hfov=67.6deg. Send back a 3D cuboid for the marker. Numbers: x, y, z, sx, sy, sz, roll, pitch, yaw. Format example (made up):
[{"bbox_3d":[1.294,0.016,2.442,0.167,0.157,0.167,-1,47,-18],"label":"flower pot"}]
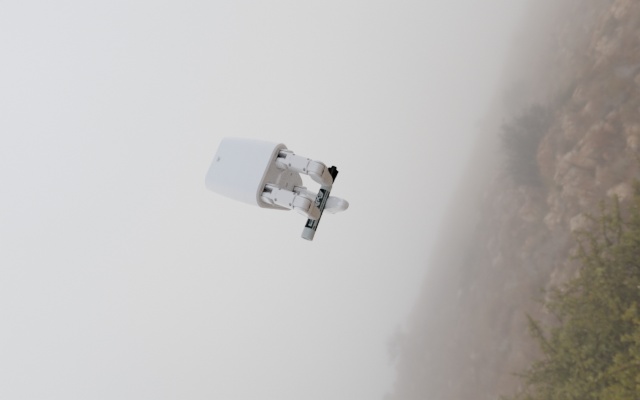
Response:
[{"bbox_3d":[0.000,0.002,0.719,0.020,0.121,0.020,20,-14,5],"label":"marker"}]
